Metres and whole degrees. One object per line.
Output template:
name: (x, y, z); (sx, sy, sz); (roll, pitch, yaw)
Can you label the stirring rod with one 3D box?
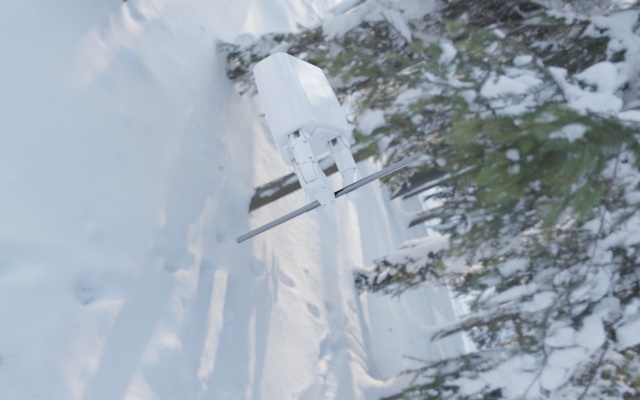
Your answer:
stirring rod: (0.000, 0.002, 0.576); (0.239, 0.011, 0.011); (-25, -7, 15)
